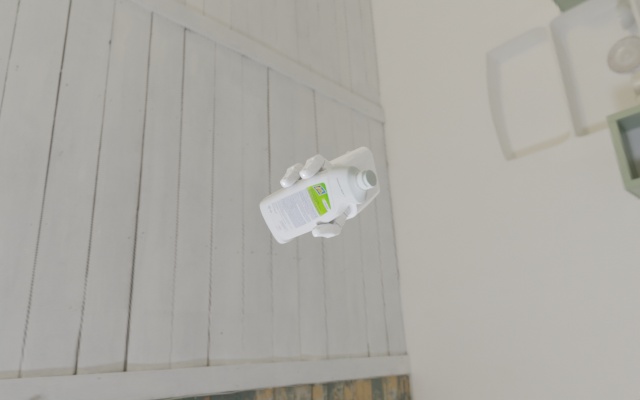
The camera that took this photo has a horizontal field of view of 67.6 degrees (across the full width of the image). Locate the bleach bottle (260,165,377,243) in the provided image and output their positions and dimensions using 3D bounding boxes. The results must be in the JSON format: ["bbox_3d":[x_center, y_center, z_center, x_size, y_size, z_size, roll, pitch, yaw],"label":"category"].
[{"bbox_3d":[0.000,0.003,0.860,0.251,0.102,0.068,-20,12,43],"label":"bleach bottle"}]
